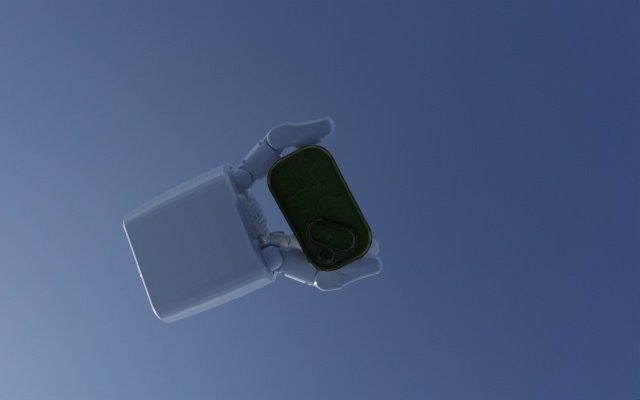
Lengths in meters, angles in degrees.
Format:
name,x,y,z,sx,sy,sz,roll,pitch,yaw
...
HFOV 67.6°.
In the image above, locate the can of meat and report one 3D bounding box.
name,x,y,z,sx,sy,sz,roll,pitch,yaw
can of meat,0.000,0.001,0.422,0.057,0.102,0.084,-28,7,4
